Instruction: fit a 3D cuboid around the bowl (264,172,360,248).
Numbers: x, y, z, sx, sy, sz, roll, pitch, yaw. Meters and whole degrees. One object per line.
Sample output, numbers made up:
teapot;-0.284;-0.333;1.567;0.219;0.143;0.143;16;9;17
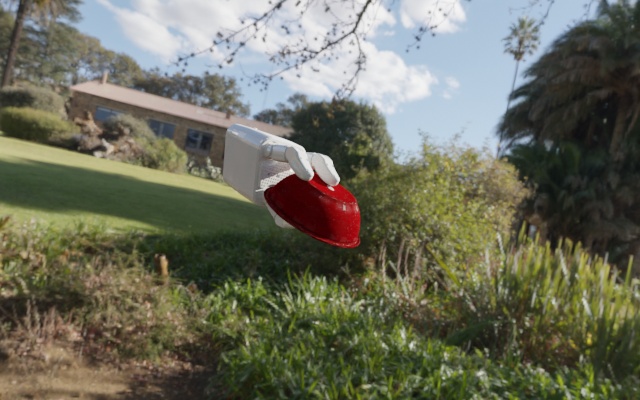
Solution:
bowl;0.001;0.003;0.705;0.162;0.055;0.162;27;16;-9
